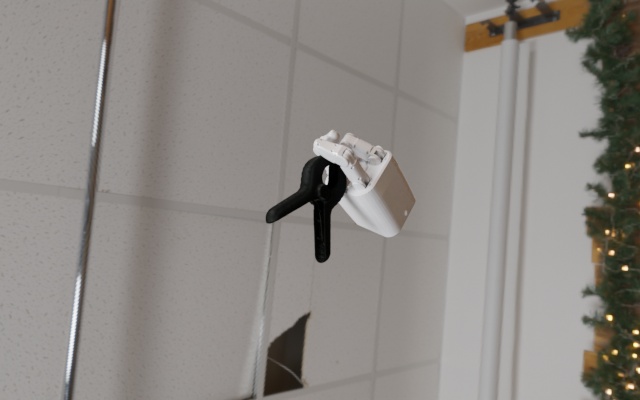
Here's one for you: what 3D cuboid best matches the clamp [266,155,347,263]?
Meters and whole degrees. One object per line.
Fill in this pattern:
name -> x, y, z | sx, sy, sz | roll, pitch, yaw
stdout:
clamp -> 0.000, 0.002, 0.699 | 0.039, 0.171, 0.120 | 1, -42, 45
